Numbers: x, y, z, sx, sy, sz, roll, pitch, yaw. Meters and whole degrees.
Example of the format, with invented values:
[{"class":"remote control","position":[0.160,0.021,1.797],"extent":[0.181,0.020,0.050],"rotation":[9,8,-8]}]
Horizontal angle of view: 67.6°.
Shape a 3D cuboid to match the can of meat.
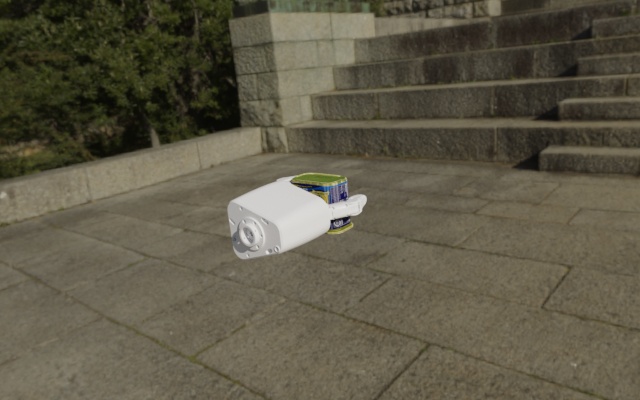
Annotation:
[{"class":"can of meat","position":[0.000,0.002,0.783],"extent":[0.102,0.084,0.057],"rotation":[8,21,40]}]
